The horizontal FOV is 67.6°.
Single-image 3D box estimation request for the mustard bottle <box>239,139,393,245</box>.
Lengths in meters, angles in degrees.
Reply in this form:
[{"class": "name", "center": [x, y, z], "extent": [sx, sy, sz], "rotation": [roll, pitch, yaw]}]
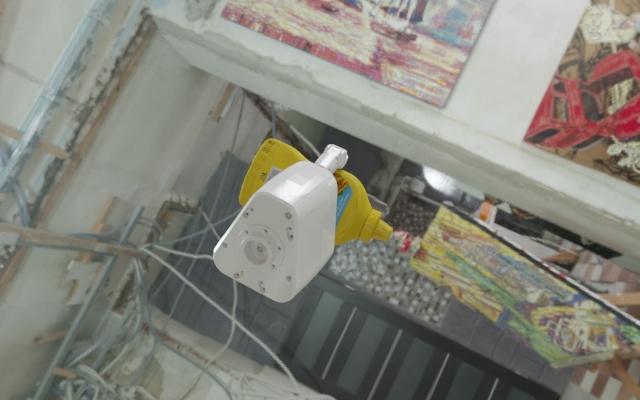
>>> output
[{"class": "mustard bottle", "center": [0.000, 0.002, 0.599], "extent": [0.191, 0.096, 0.058], "rotation": [26, 1, 11]}]
